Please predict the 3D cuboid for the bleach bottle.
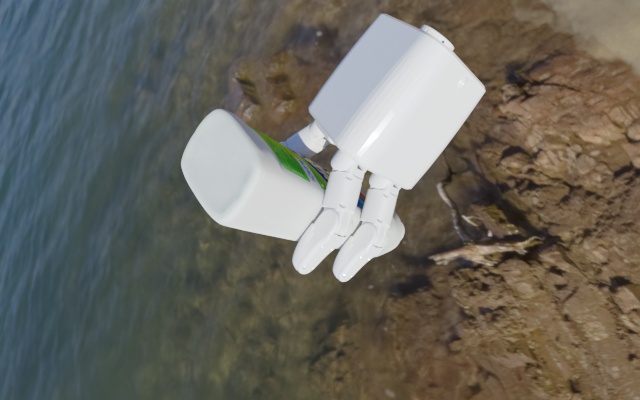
[{"bbox_3d":[0.000,0.002,0.453,0.251,0.068,0.102,20,23,-48],"label":"bleach bottle"}]
